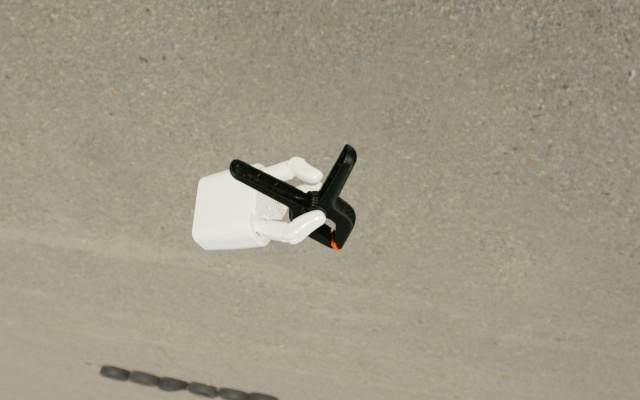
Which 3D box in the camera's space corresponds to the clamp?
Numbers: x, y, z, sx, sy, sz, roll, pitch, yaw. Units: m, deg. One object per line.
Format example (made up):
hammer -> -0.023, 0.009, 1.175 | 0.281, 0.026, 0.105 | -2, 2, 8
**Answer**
clamp -> 0.000, 0.003, 0.636 | 0.164, 0.036, 0.210 | -9, -39, 26
